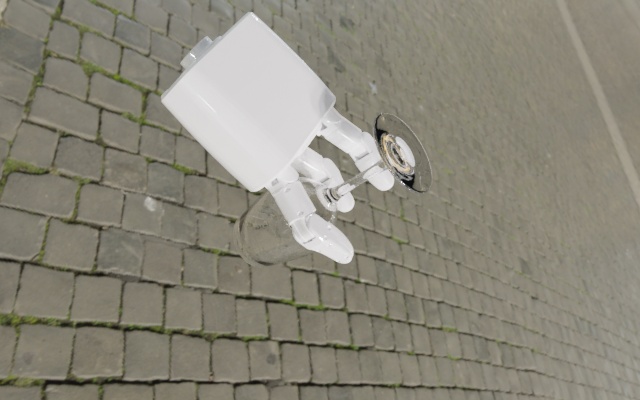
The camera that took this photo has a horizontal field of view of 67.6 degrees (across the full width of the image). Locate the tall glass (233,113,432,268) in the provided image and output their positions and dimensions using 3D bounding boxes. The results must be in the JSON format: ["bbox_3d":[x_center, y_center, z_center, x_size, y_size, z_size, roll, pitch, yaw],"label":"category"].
[{"bbox_3d":[0.001,0.001,0.448,0.201,0.079,0.079,-31,-20,37],"label":"tall glass"}]
